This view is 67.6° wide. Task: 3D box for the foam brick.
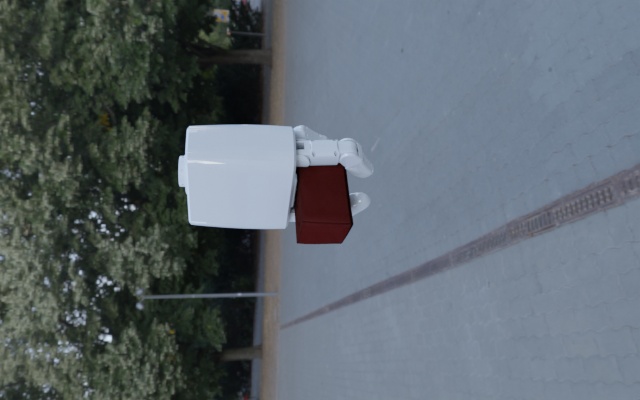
[{"bbox_3d":[0.000,0.002,0.502,0.051,0.078,0.053,1,-29,-11],"label":"foam brick"}]
